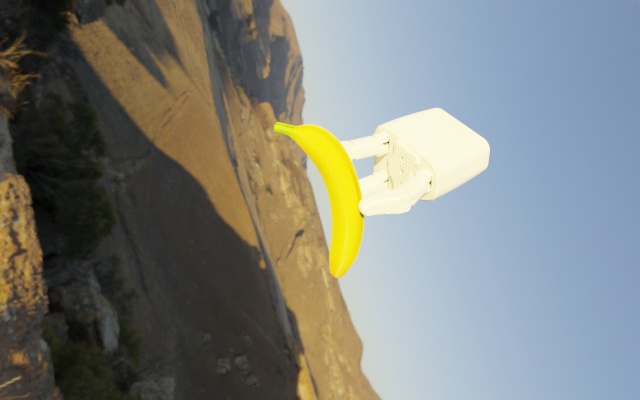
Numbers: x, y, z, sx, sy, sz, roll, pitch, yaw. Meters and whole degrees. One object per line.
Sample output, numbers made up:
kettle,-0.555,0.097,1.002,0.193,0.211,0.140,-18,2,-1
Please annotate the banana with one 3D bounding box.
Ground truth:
banana,0.015,-0.005,0.541,0.069,0.198,0.037,-12,15,30
